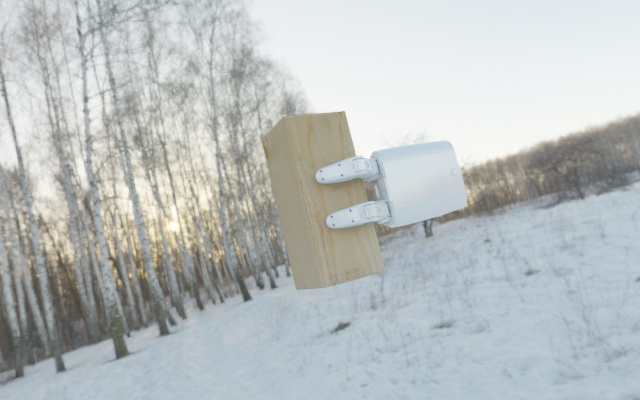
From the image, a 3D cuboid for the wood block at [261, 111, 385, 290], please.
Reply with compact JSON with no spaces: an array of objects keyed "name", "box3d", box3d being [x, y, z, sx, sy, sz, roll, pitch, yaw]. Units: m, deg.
[{"name":"wood block","box3d":[0.000,0.002,0.610,0.090,0.206,0.091,-10,-7,-26]}]
